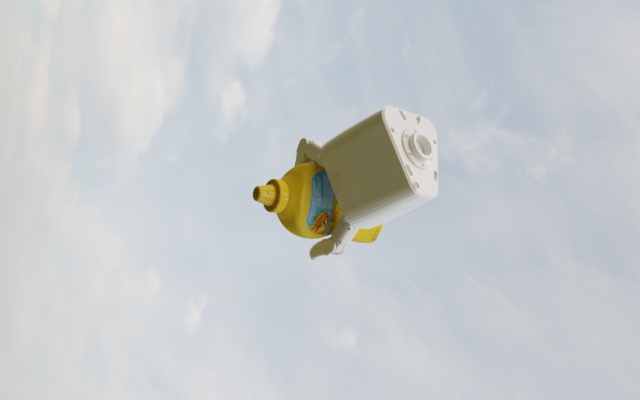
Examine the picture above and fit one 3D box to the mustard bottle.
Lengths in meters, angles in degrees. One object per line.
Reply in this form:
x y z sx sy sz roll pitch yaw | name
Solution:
0.000 0.002 0.613 0.191 0.096 0.058 8 0 -39 | mustard bottle
